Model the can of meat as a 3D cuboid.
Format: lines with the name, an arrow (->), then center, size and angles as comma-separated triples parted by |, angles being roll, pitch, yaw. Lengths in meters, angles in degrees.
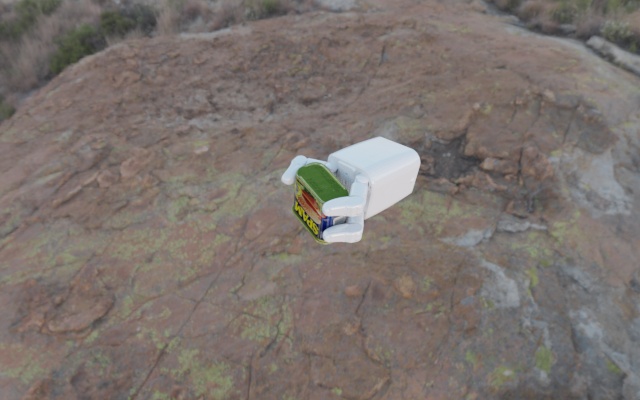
can of meat -> 0.000, 0.002, 0.741 | 0.057, 0.084, 0.102 | -22, 51, -26
